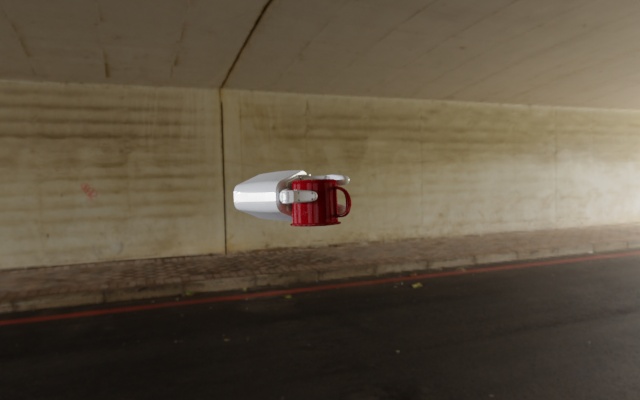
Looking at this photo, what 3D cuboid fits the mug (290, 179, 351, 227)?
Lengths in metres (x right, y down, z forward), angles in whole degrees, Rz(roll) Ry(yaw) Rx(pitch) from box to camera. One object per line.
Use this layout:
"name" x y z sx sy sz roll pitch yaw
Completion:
"mug" 0.001 0.003 0.860 0.117 0.081 0.093 -1 2 30
